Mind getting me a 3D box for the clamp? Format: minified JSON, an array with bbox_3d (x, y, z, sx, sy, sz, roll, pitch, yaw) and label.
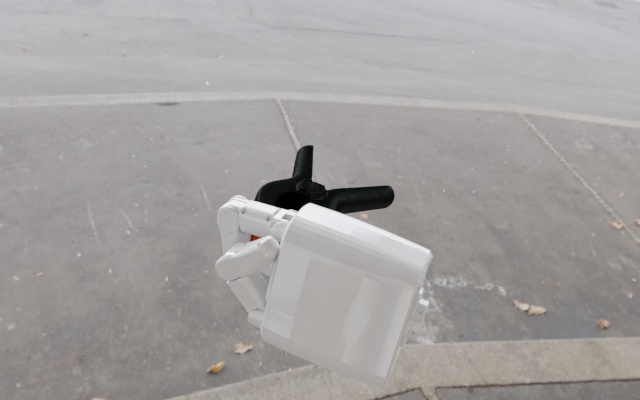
[{"bbox_3d":[0.000,0.001,0.468,0.120,0.039,0.171,19,36,16],"label":"clamp"}]
